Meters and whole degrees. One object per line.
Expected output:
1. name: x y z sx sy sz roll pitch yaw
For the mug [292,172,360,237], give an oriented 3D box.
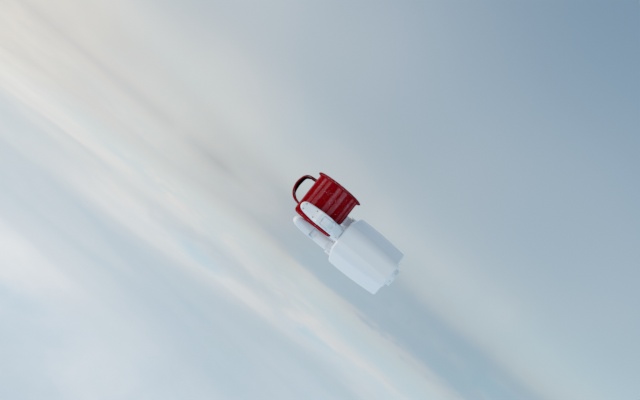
1. mug: -0.001 0.002 0.846 0.117 0.081 0.093 38 -5 13
